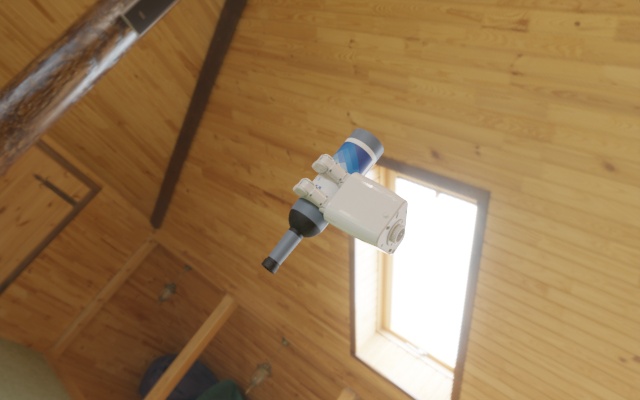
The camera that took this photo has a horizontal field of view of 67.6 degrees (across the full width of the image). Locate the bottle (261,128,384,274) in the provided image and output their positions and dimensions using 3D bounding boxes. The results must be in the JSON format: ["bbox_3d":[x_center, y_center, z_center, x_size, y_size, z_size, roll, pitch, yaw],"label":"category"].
[{"bbox_3d":[0.000,0.002,0.829,0.069,0.295,0.069,35,-16,12],"label":"bottle"}]
